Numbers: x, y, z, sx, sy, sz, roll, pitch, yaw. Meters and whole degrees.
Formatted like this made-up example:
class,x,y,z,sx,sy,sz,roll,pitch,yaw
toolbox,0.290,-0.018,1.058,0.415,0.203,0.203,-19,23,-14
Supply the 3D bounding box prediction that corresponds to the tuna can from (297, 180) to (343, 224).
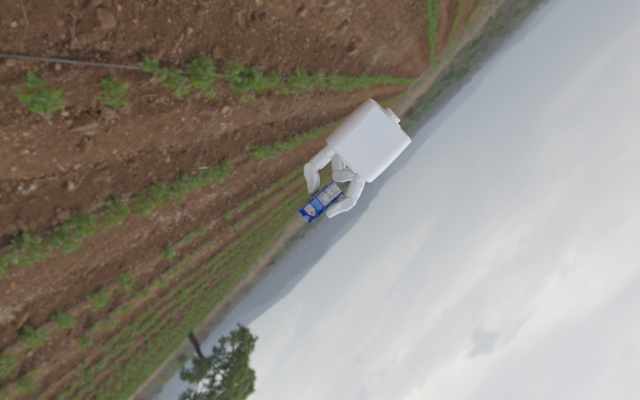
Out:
class,x,y,z,sx,sy,sz,roll,pitch,yaw
tuna can,0.000,0.003,0.860,0.086,0.034,0.086,-41,0,0
